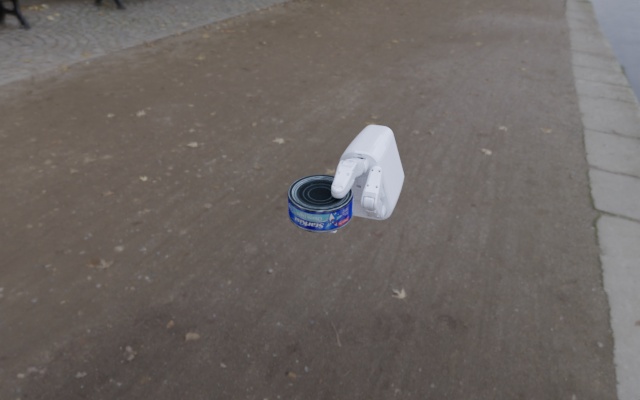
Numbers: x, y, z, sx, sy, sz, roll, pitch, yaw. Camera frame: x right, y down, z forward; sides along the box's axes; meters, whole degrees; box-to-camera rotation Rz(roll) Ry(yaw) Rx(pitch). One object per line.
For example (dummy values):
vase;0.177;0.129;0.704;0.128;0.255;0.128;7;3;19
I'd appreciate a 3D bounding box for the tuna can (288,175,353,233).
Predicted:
tuna can;0.000;0.002;0.617;0.086;0.034;0.086;0;36;0
